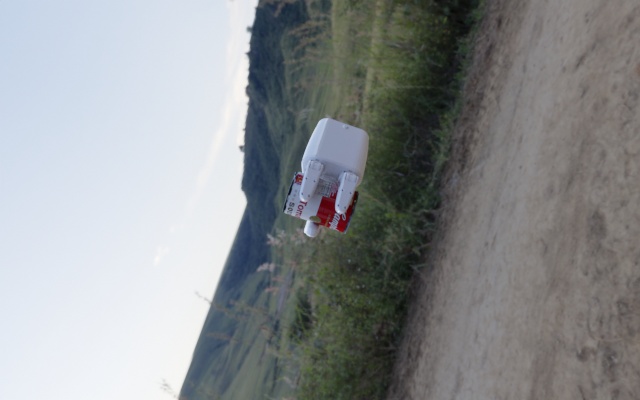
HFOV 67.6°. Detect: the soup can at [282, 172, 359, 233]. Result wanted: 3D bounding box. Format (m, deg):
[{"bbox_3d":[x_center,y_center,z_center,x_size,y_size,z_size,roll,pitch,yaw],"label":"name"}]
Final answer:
[{"bbox_3d":[0.000,0.003,0.731,0.102,0.068,0.068,19,-1,-2],"label":"soup can"}]
